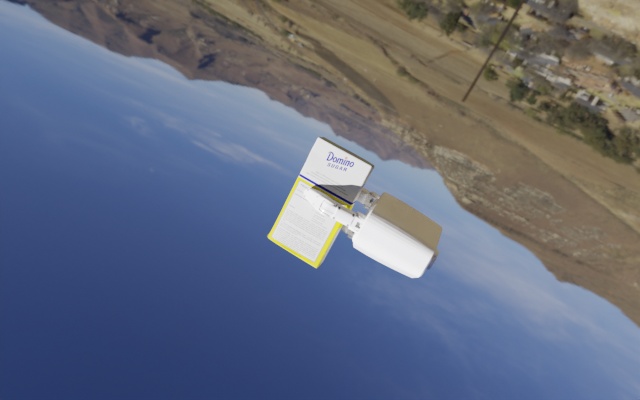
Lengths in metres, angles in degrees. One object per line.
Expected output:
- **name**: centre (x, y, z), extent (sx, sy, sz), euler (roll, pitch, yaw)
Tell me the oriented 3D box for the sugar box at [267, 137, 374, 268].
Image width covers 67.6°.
- **sugar box**: centre (0.000, 0.002, 0.723), extent (0.093, 0.176, 0.048), euler (30, 10, 8)
